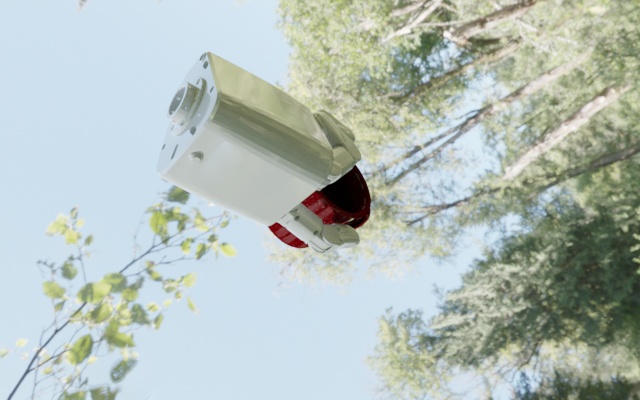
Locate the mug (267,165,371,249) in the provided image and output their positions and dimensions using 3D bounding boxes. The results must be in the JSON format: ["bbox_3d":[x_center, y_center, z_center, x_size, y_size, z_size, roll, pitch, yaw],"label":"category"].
[{"bbox_3d":[0.001,0.002,0.500,0.117,0.093,0.081,27,-49,-34],"label":"mug"}]
